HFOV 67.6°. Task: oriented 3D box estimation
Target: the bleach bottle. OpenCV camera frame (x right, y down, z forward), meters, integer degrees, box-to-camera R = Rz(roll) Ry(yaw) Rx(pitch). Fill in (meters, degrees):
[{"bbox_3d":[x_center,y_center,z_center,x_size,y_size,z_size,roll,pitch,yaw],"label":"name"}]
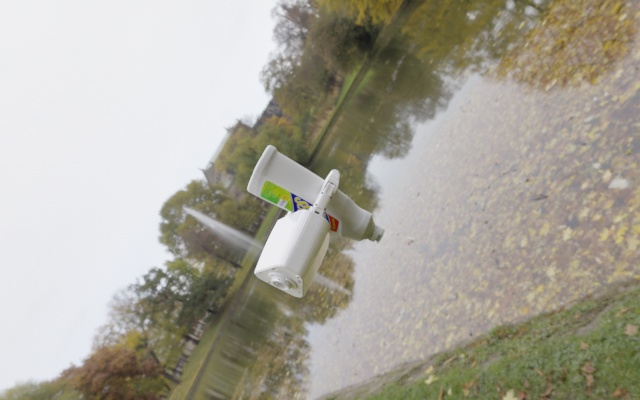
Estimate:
[{"bbox_3d":[0.000,0.003,0.839,0.251,0.068,0.103,28,-30,-5],"label":"bleach bottle"}]
